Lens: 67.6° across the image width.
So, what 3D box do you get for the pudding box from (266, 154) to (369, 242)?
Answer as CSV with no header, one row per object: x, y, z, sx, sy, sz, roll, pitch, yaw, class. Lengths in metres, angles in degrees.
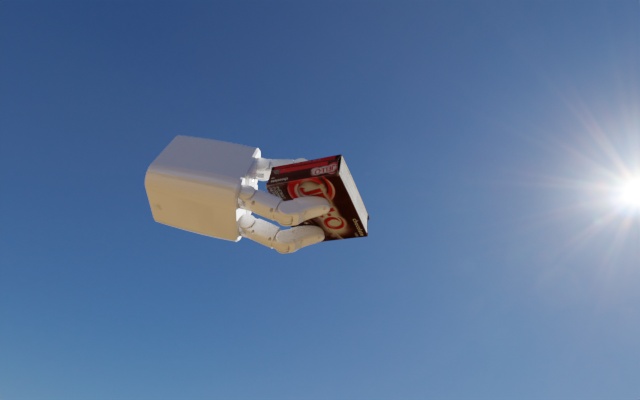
0.000,0.002,0.571,0.090,0.039,0.114,-8,-43,22,pudding box
